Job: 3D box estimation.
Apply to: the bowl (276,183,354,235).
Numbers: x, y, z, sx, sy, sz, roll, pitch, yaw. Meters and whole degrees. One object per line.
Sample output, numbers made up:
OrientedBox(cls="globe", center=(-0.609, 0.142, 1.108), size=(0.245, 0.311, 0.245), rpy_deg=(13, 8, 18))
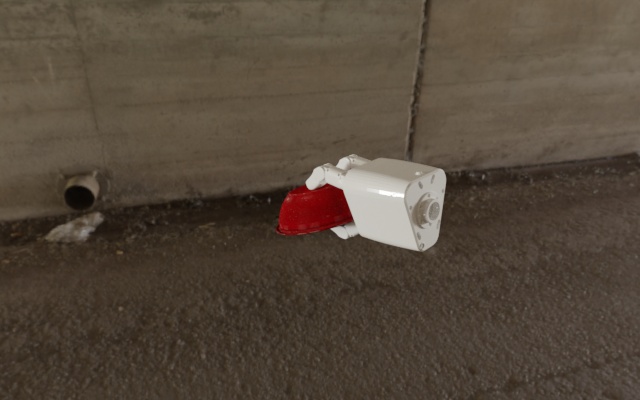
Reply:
OrientedBox(cls="bowl", center=(-0.001, 0.002, 0.763), size=(0.162, 0.055, 0.162), rpy_deg=(-14, 11, 3))
